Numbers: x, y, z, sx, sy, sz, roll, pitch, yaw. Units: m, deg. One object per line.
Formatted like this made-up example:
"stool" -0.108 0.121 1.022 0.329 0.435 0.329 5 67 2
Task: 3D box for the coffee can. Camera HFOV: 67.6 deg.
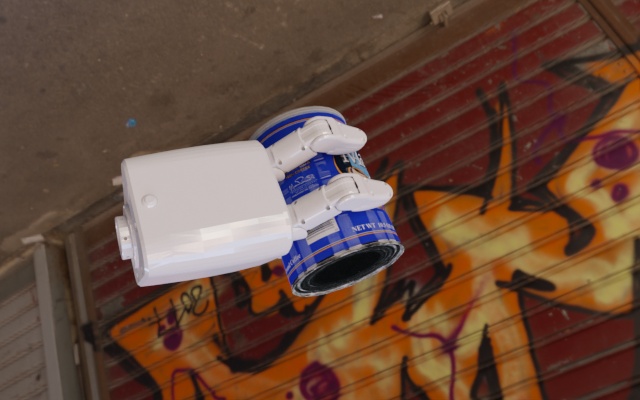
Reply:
"coffee can" 0.000 0.001 0.433 0.103 0.140 0.103 -19 -24 -9
